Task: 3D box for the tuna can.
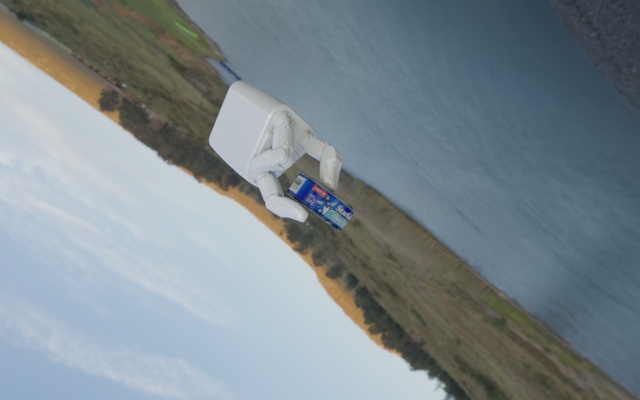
[{"bbox_3d":[0.000,0.002,0.601,0.086,0.034,0.086,36,-2,2],"label":"tuna can"}]
